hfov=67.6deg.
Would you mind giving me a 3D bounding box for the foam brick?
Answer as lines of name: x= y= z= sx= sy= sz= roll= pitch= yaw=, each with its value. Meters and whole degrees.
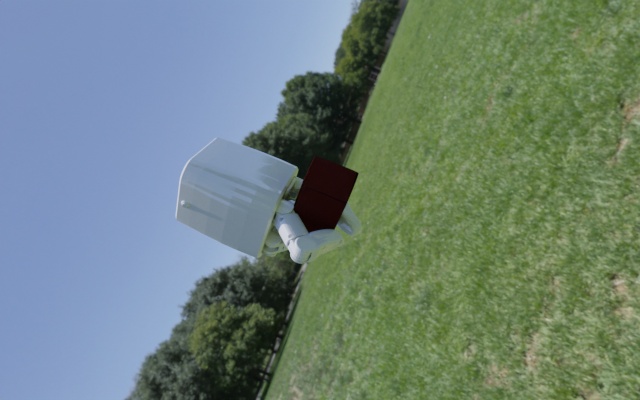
foam brick: x=0.000 y=0.001 z=0.519 sx=0.051 sy=0.078 sz=0.053 roll=24 pitch=44 yaw=0
